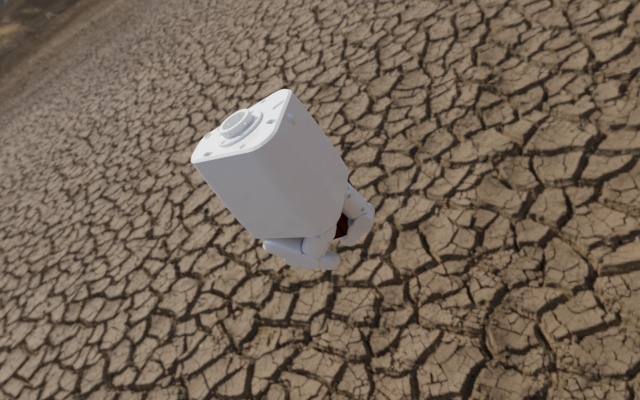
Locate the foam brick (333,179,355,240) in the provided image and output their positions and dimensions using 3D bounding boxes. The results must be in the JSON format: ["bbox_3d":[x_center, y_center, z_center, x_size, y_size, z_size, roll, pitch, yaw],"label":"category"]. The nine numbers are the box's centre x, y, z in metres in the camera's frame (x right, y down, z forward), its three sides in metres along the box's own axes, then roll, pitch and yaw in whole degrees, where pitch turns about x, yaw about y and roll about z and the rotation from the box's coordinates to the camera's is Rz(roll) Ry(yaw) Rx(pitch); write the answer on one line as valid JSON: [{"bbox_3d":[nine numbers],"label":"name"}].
[{"bbox_3d":[0.000,0.002,0.524,0.053,0.051,0.078,-19,36,27],"label":"foam brick"}]
